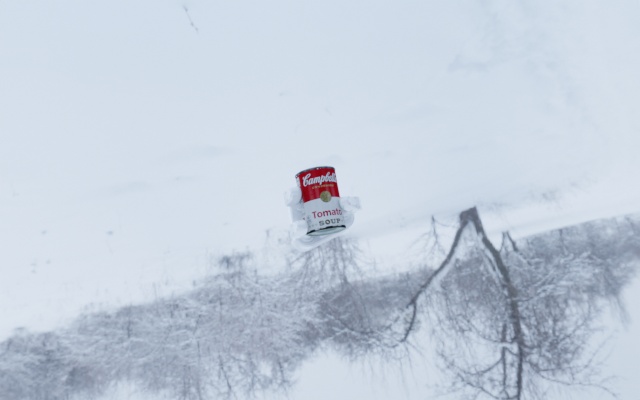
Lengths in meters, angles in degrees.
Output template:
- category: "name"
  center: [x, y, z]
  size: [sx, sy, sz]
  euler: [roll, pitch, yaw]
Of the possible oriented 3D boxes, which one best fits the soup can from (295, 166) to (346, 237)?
- category: "soup can"
  center: [0.000, 0.003, 0.777]
  size: [0.068, 0.102, 0.068]
  euler: [-10, -12, -2]
